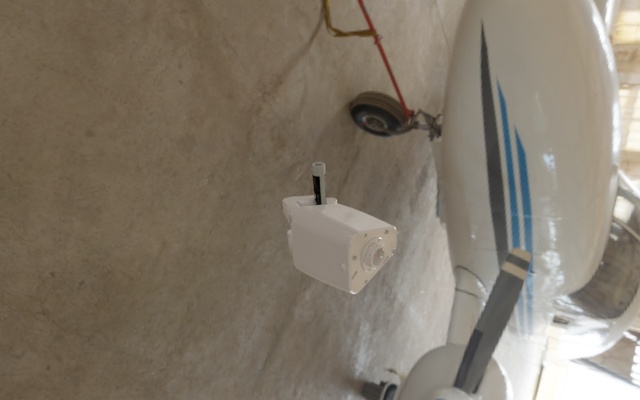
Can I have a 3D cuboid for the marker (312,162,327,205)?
[{"bbox_3d":[0.000,0.002,0.710,0.020,0.121,0.020,-3,25,1],"label":"marker"}]
